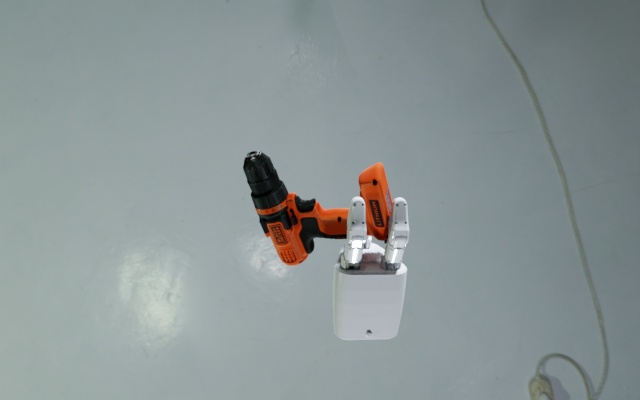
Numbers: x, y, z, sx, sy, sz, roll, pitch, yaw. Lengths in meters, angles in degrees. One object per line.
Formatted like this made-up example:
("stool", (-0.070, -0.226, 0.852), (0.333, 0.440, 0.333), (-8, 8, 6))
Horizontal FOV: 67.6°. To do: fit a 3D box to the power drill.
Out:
("power drill", (0.001, 0.002, 0.656), (0.187, 0.184, 0.057), (-9, 32, 19))
